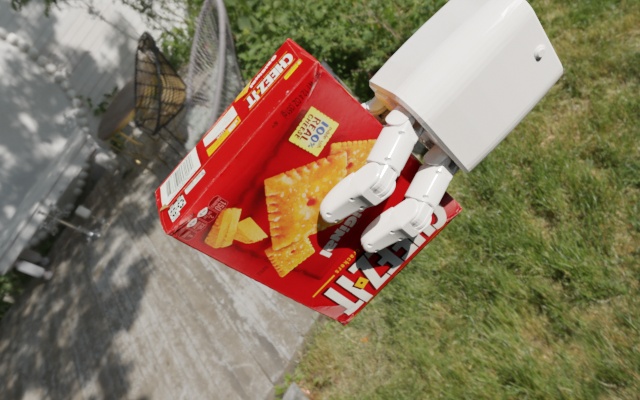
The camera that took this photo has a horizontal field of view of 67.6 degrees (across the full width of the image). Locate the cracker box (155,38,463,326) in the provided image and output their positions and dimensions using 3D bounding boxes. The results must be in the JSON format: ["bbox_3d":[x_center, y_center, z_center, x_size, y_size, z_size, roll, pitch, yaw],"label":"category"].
[{"bbox_3d":[0.000,0.001,0.407,0.214,0.164,0.072,37,12,-37],"label":"cracker box"}]
